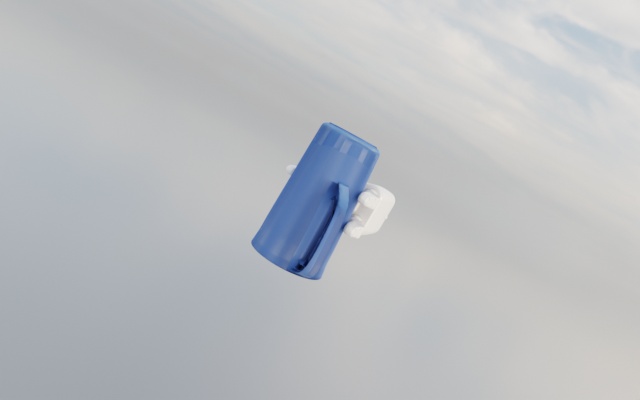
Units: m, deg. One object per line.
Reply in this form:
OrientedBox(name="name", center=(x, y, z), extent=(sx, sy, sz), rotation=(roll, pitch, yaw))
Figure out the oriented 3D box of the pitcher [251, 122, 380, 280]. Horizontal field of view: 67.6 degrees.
OrientedBox(name="pitcher", center=(0.000, 0.003, 0.782), extent=(0.149, 0.243, 0.145), rotation=(31, 8, 23))
